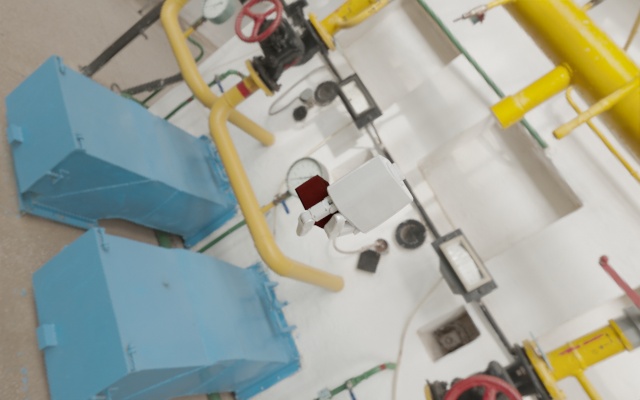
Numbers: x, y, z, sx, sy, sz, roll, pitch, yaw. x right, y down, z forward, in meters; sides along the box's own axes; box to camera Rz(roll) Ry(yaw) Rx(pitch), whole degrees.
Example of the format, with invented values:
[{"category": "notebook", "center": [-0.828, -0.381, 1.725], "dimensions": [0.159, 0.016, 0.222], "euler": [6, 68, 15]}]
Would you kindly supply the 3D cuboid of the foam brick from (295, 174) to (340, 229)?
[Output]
[{"category": "foam brick", "center": [0.000, 0.003, 0.848], "dimensions": [0.051, 0.078, 0.053], "euler": [-35, -28, 14]}]
